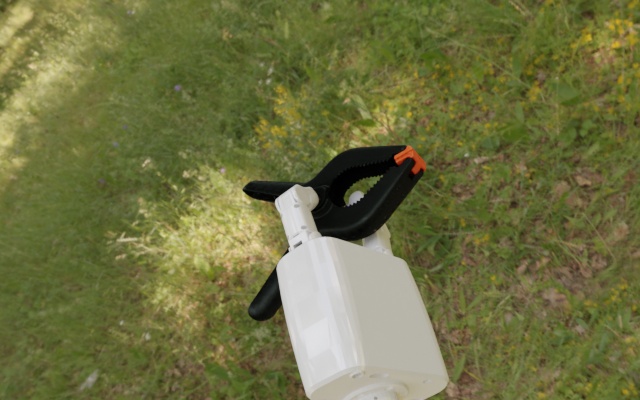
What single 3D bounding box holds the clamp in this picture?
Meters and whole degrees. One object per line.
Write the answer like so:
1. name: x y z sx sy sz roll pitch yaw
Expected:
1. clamp: 0.000 0.001 0.467 0.210 0.164 0.036 -35 -42 19
